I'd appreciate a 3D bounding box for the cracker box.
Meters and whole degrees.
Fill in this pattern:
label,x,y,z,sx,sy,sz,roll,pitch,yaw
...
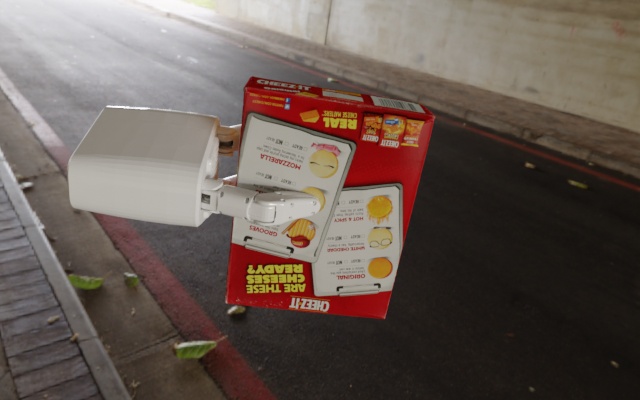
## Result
label,x,y,z,sx,sy,sz,roll,pitch,yaw
cracker box,0.000,0.001,0.462,0.164,0.214,0.072,7,23,-5
